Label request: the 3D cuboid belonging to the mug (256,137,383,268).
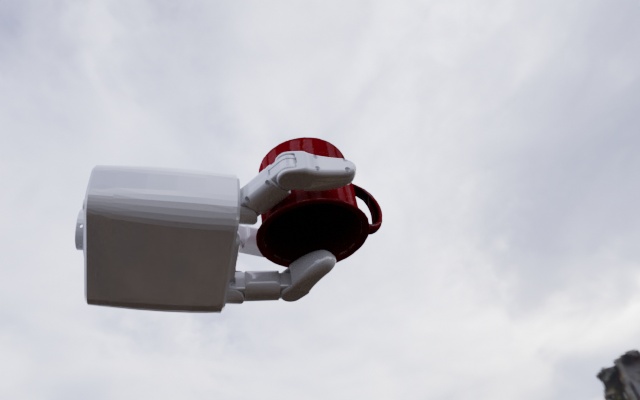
[{"bbox_3d":[0.001,0.001,0.417,0.117,0.081,0.093,7,-43,-19],"label":"mug"}]
